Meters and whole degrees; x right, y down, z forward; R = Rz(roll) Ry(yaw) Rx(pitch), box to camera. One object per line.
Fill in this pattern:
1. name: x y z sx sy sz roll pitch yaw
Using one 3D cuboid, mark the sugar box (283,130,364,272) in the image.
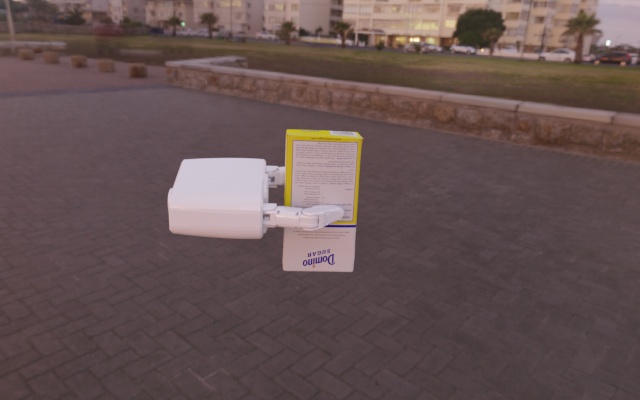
1. sugar box: 0.000 0.002 0.604 0.093 0.176 0.048 2 18 -5
